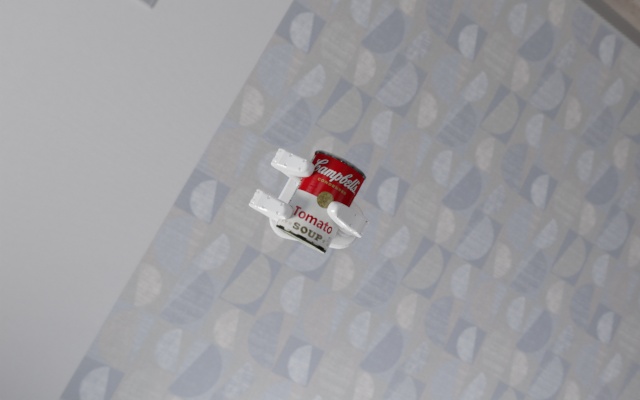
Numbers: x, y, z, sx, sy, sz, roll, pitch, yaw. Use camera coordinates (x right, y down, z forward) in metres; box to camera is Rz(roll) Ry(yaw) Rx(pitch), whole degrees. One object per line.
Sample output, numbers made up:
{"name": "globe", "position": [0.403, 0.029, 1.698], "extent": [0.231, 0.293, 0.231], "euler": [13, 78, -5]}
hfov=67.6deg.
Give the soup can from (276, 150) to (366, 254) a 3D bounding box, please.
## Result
{"name": "soup can", "position": [0.000, 0.002, 0.556], "extent": [0.068, 0.102, 0.068], "euler": [28, -8, 4]}
